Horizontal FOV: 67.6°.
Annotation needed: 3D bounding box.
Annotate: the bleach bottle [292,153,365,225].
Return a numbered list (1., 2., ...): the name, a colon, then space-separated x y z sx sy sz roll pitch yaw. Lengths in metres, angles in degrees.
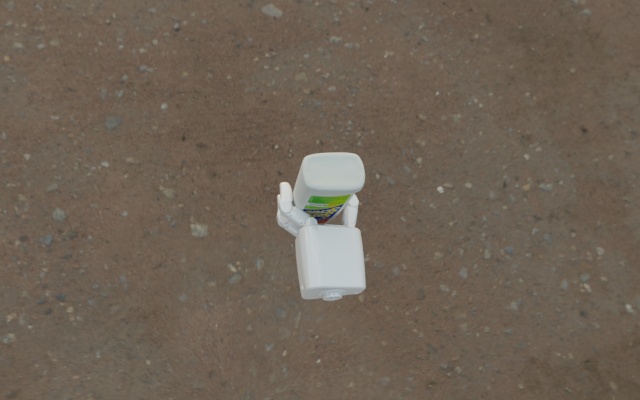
1. bleach bottle: 0.000 0.003 0.845 0.102 0.068 0.251 -1 -23 -10
